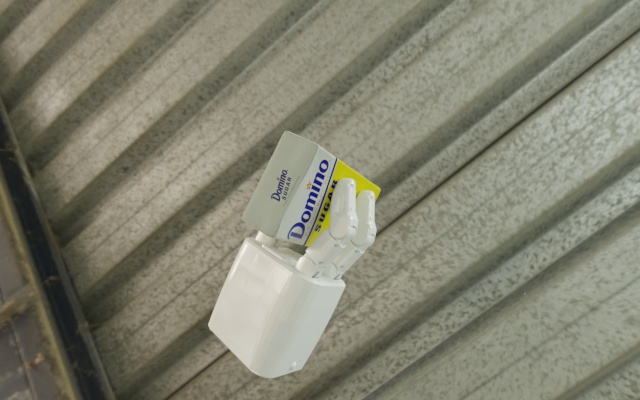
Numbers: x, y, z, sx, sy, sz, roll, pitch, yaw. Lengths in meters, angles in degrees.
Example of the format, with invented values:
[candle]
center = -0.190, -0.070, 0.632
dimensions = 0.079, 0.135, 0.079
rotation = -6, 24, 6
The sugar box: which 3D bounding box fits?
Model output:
[sugar box]
center = 0.001, 0.002, 0.495
dimensions = 0.048, 0.093, 0.176
rotation = 27, 2, 25
